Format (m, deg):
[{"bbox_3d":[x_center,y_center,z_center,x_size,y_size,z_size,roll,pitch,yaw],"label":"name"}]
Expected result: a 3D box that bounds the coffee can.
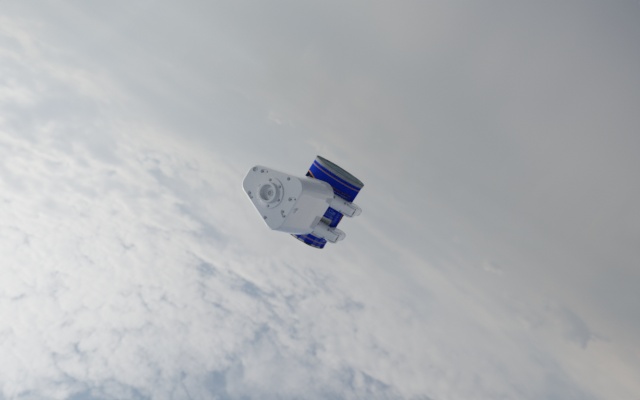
[{"bbox_3d":[0.000,0.003,0.879,0.103,0.140,0.103,31,10,-6],"label":"coffee can"}]
